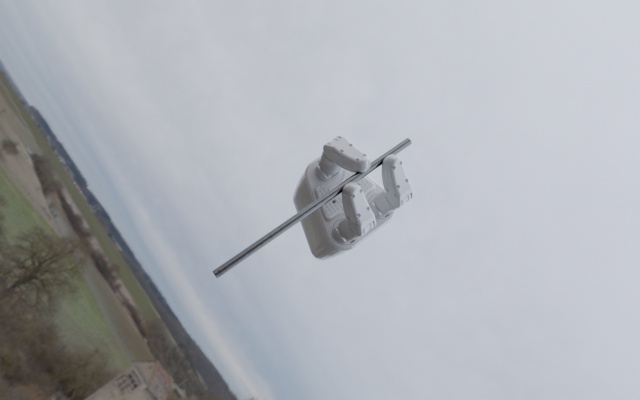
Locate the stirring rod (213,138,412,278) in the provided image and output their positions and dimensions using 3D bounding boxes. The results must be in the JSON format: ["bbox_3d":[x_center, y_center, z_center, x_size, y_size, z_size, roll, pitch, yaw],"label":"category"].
[{"bbox_3d":[0.000,0.002,0.462,0.239,0.011,0.011,-34,13,-20],"label":"stirring rod"}]
